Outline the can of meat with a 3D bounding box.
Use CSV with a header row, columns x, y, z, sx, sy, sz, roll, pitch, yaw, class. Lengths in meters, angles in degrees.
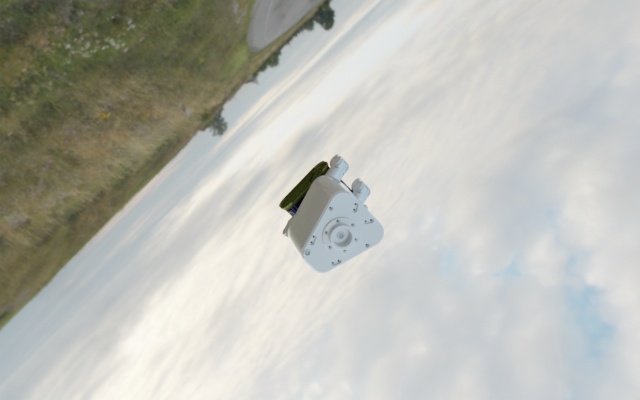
x,y,z,sx,sy,sz,roll,pitch,yaw,class
0.000,0.003,0.757,0.084,0.102,0.057,45,-5,-16,can of meat
